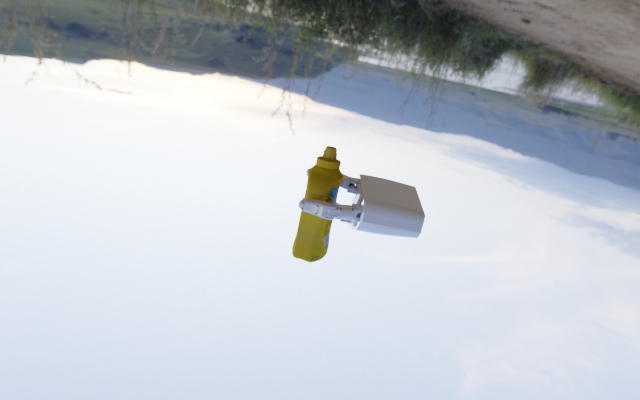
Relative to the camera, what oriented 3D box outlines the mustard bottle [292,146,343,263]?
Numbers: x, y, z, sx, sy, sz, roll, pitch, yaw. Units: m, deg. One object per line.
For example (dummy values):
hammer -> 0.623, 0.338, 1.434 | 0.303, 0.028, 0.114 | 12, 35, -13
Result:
mustard bottle -> 0.000, 0.003, 0.810 | 0.058, 0.192, 0.096 | 17, 16, 15
